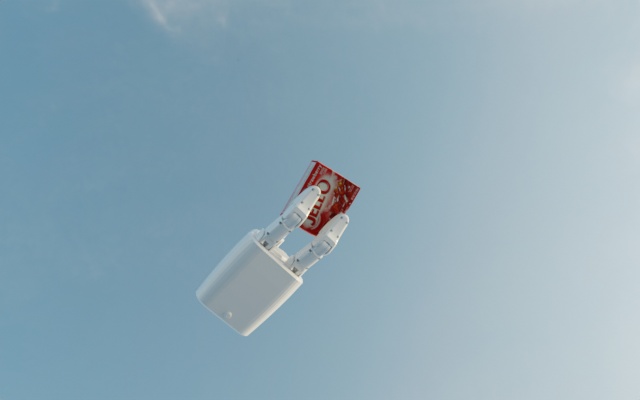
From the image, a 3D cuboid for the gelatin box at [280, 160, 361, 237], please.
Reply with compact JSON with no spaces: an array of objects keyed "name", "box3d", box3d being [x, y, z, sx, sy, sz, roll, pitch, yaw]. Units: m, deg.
[{"name":"gelatin box","box3d":[0.000,0.002,0.640,0.073,0.089,0.030,31,-2,-19]}]
